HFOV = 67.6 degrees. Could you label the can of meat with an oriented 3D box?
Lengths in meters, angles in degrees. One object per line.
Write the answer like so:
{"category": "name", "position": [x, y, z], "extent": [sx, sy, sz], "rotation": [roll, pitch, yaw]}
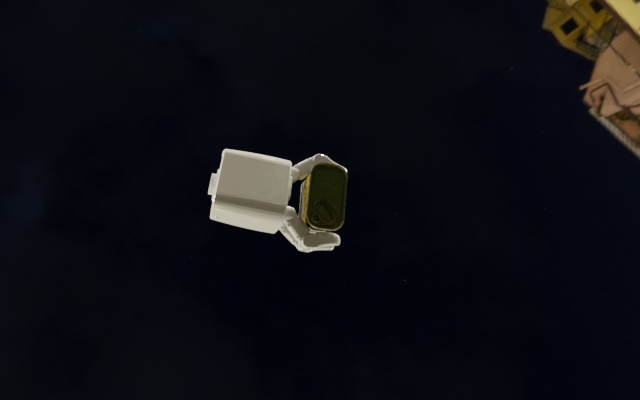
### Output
{"category": "can of meat", "position": [0.000, 0.002, 0.744], "extent": [0.057, 0.102, 0.084], "rotation": [8, -15, -13]}
